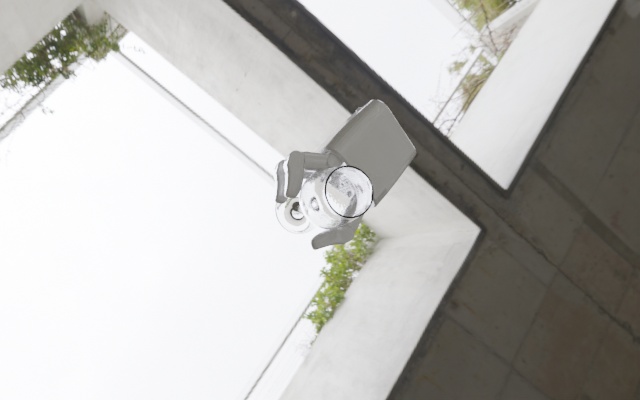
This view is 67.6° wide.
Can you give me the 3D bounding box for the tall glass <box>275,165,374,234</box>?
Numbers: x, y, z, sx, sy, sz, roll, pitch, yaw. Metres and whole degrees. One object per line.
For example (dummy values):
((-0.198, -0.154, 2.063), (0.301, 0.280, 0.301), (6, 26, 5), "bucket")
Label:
((0.000, 0.002, 0.641), (0.079, 0.079, 0.201), (0, -7, -20), "tall glass")
